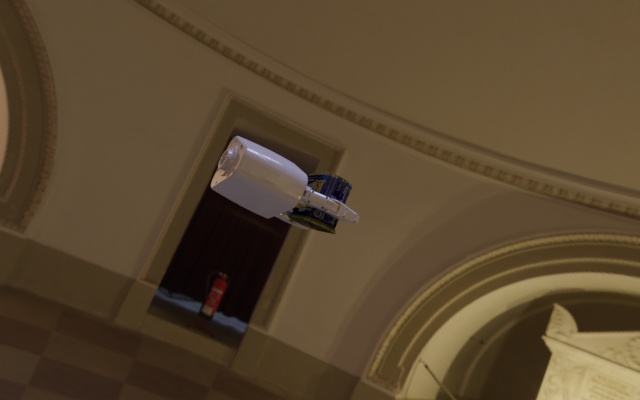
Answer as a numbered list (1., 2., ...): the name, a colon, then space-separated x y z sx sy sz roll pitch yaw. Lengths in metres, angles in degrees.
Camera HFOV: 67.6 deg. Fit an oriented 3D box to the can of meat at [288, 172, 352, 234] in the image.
1. can of meat: 0.000 0.002 0.773 0.057 0.084 0.102 26 -9 -22
